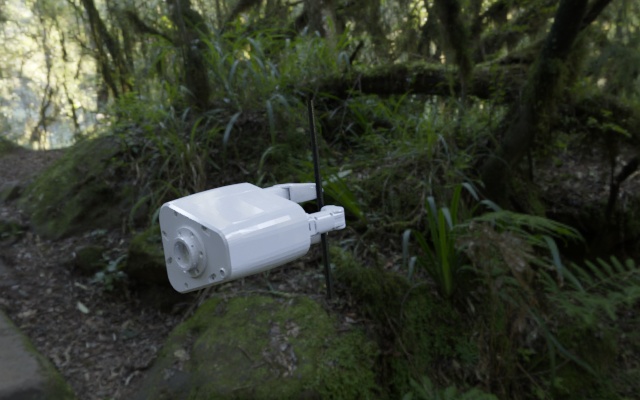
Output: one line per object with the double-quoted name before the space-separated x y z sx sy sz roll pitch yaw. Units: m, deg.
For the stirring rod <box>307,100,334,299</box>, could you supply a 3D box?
"stirring rod" 0.000 0.002 0.572 0.011 0.239 0.011 -6 9 1
